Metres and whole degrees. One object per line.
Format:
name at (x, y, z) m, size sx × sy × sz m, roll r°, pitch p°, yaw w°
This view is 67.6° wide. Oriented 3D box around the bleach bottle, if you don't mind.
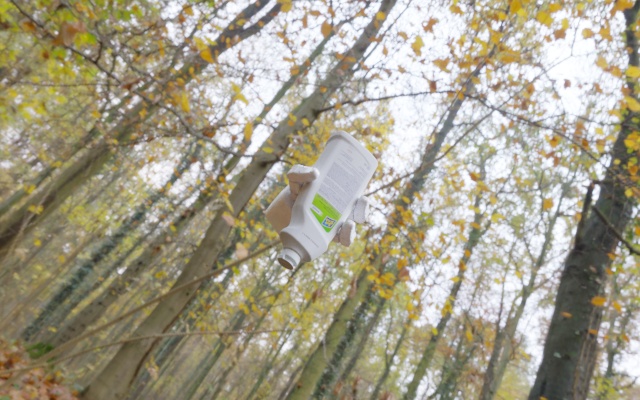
bleach bottle at (0.000, 0.003, 0.787) m, size 0.102 × 0.250 × 0.068 m, roll 40°, pitch -32°, yaw -9°
